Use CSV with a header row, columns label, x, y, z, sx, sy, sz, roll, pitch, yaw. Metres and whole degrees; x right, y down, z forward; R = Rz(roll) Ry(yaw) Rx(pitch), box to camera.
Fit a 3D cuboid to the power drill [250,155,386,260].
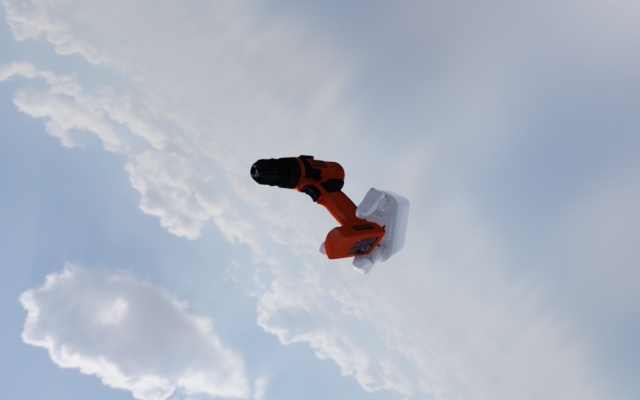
label,x,y,z,sx,sy,sz,roll,pitch,yaw
power drill,0.001,0.003,0.735,0.184,0.187,0.057,-2,-43,-43
